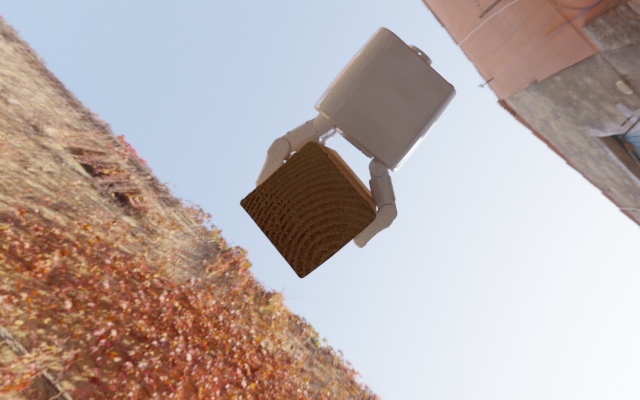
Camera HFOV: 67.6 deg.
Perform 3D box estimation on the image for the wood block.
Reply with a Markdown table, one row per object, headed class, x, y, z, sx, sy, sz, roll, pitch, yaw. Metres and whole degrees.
| class | x | y | z | sx | sy | sz | roll | pitch | yaw |
| --- | --- | --- | --- | --- | --- | --- | --- | --- | --- |
| wood block | 0.001 | 0.002 | 0.515 | 0.090 | 0.091 | 0.206 | -40 | -2 | 8 |
